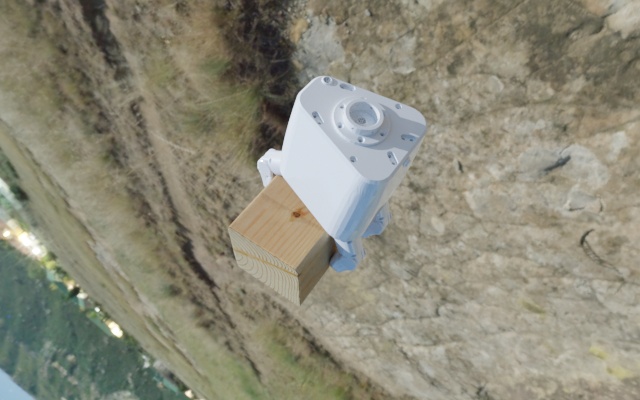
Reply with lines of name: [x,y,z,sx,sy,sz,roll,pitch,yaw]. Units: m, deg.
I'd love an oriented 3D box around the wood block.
wood block: [0.000,0.002,0.547,0.091,0.206,0.090,30,-30,19]
